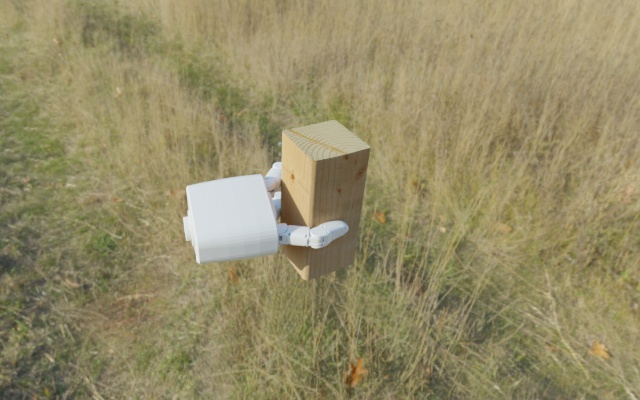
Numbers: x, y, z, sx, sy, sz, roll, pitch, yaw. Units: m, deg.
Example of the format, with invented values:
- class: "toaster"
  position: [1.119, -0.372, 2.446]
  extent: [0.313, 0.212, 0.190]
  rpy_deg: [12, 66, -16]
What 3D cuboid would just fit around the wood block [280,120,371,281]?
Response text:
- class: "wood block"
  position: [0.000, 0.002, 0.692]
  extent: [0.090, 0.206, 0.090]
  rpy_deg: [-16, 40, -26]
